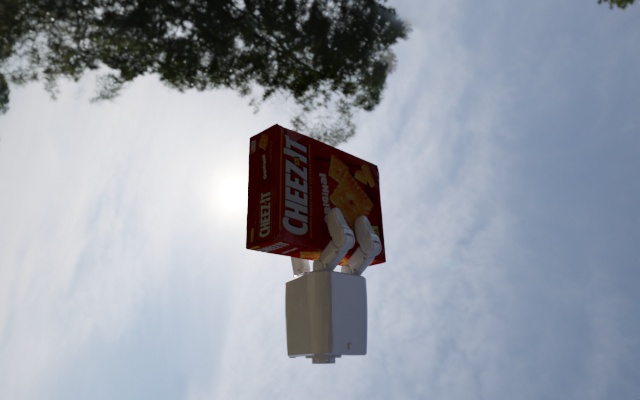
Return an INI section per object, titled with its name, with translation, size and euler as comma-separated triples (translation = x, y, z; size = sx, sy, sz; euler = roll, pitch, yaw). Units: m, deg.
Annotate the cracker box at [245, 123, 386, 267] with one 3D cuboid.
[cracker box]
translation = 0.000, 0.002, 0.690
size = 0.214, 0.164, 0.072
euler = 17, -27, -41
